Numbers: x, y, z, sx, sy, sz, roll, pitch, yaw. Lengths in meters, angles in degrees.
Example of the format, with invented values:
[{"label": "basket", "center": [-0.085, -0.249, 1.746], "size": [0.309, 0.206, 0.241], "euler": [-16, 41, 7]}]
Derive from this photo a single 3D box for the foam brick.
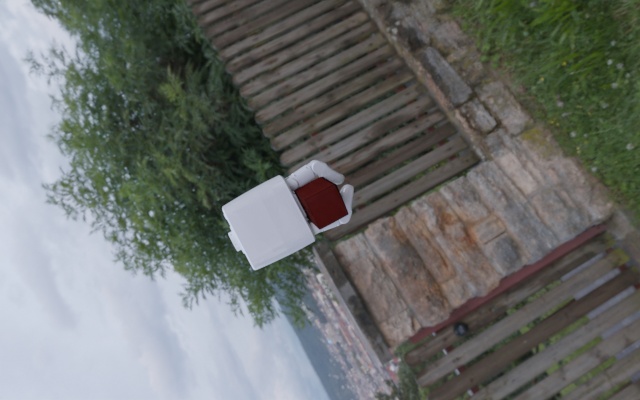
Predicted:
[{"label": "foam brick", "center": [0.000, 0.002, 0.717], "size": [0.051, 0.053, 0.078], "euler": [-27, 16, -9]}]
